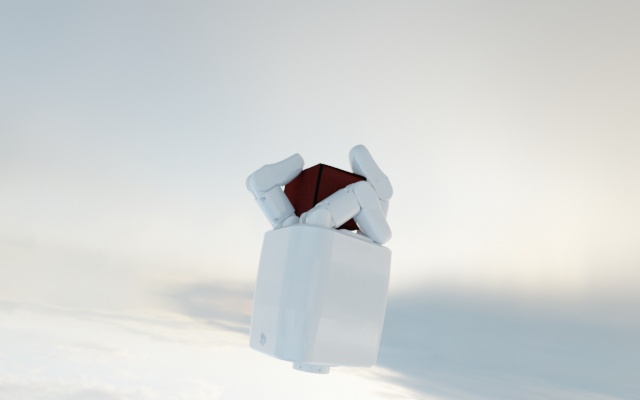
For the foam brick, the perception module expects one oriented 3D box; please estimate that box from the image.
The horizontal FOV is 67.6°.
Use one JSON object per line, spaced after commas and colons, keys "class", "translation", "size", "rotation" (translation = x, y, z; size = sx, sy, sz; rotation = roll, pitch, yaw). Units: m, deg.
{"class": "foam brick", "translation": [0.000, 0.001, 0.462], "size": [0.053, 0.051, 0.078], "rotation": [16, -15, -25]}
